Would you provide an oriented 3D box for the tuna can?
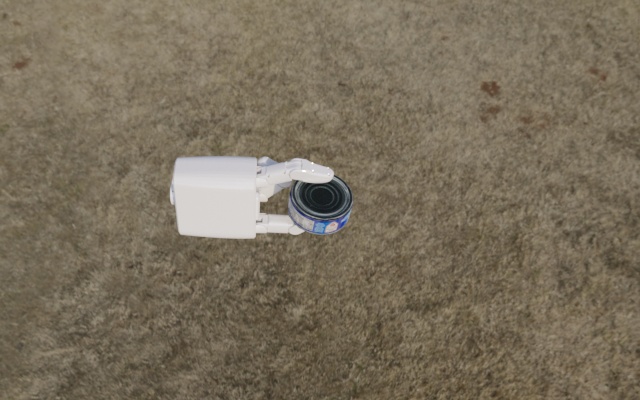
[{"bbox_3d":[0.000,0.002,0.638,0.086,0.086,0.034,0,-38,-11],"label":"tuna can"}]
